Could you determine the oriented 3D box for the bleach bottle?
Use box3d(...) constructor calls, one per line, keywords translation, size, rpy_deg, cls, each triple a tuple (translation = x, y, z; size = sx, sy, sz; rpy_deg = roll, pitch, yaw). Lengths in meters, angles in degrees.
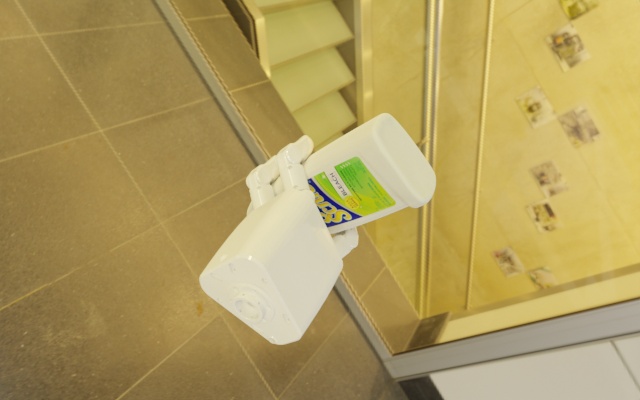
box3d(translation=(0.000, 0.002, 0.552), size=(0.251, 0.102, 0.068), rpy_deg=(-29, 16, 39), cls="bleach bottle")
